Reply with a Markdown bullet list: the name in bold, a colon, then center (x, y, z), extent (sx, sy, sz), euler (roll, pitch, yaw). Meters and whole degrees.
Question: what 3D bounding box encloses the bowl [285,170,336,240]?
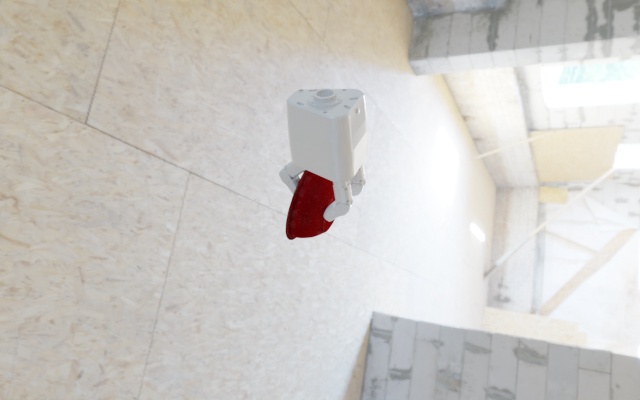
- **bowl**: center (0.001, 0.004, 0.821), extent (0.055, 0.162, 0.162), euler (22, 5, 13)
